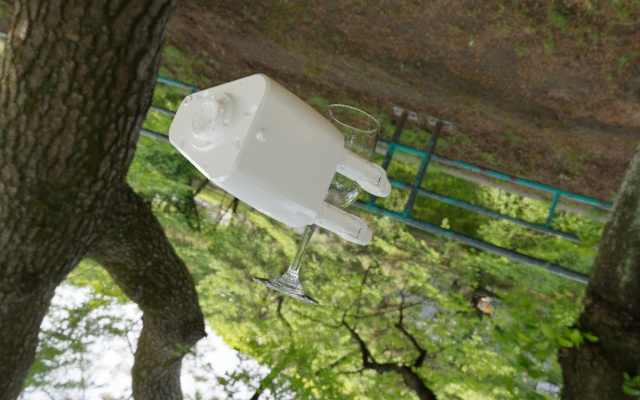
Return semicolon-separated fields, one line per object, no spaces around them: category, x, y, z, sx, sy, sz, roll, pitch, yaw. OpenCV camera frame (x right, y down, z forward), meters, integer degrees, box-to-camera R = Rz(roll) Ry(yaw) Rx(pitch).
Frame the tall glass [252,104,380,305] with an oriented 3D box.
tall glass;0.000;0.002;0.506;0.079;0.201;0.079;21;-8;3
